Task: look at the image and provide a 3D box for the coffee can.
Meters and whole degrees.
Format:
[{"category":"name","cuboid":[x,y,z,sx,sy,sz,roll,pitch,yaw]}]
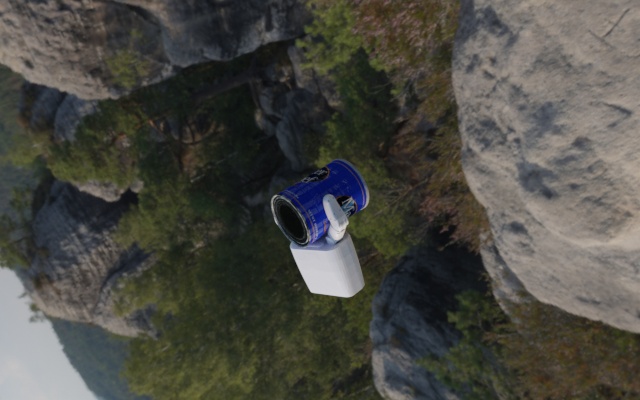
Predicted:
[{"category":"coffee can","cuboid":[0.000,0.002,0.831,0.140,0.103,0.103,-32,17,-28]}]
